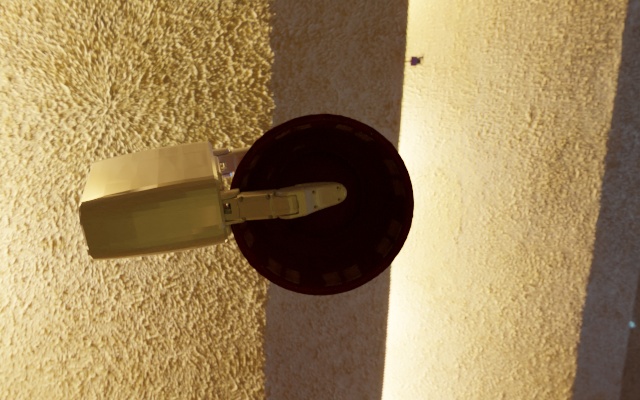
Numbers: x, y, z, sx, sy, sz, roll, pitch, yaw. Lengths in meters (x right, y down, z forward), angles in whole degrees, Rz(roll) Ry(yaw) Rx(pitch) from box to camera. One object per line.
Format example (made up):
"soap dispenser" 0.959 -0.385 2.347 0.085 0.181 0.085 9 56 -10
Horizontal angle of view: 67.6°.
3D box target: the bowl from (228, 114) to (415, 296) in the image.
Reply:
"bowl" 0.001 0.001 0.436 0.162 0.162 0.055 0 13 -4
